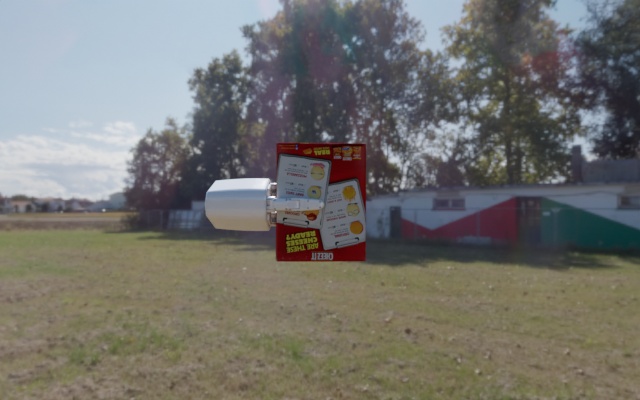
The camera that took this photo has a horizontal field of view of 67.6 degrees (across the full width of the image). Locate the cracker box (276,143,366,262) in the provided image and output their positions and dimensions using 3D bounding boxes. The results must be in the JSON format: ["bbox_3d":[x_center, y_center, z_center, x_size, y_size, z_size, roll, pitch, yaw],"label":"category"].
[{"bbox_3d":[0.000,0.003,0.882,0.164,0.213,0.072,0,0,-1],"label":"cracker box"}]
